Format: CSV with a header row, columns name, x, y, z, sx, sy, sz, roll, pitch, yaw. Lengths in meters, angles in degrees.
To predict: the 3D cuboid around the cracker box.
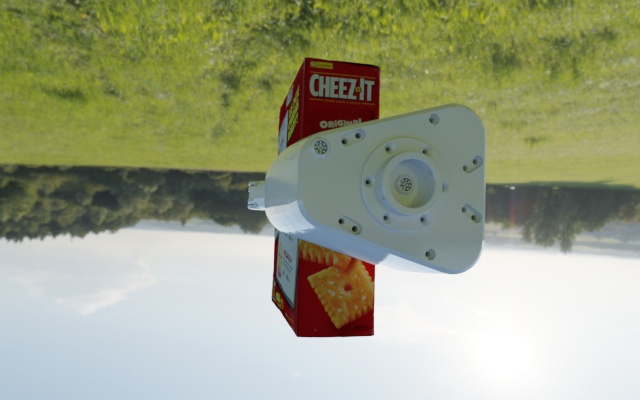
name,x,y,z,sx,sy,sz,roll,pitch,yaw
cracker box,0.000,0.002,0.442,0.072,0.213,0.164,3,-3,-12
